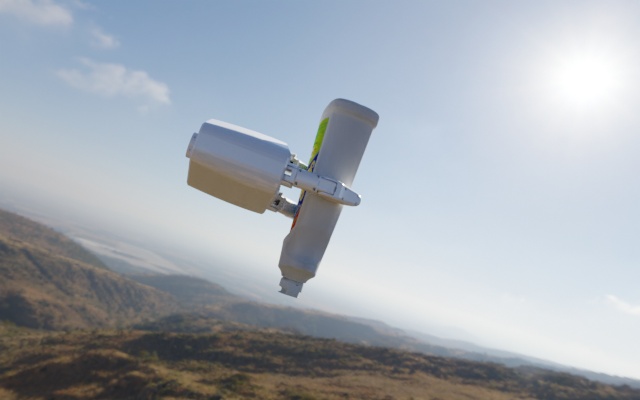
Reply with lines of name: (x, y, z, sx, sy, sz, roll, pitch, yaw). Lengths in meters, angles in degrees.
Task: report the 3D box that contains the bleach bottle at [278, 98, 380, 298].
bleach bottle: (0.000, 0.002, 0.617, 0.068, 0.251, 0.102, 20, -8, -10)
